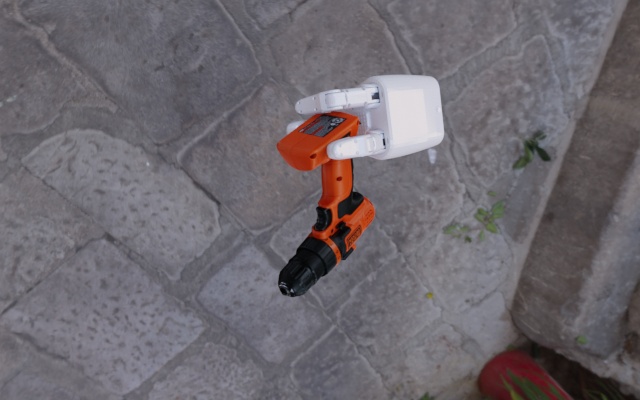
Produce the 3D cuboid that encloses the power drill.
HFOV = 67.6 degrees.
[{"bbox_3d":[0.000,0.001,0.573,0.057,0.188,0.184,17,43,29],"label":"power drill"}]
